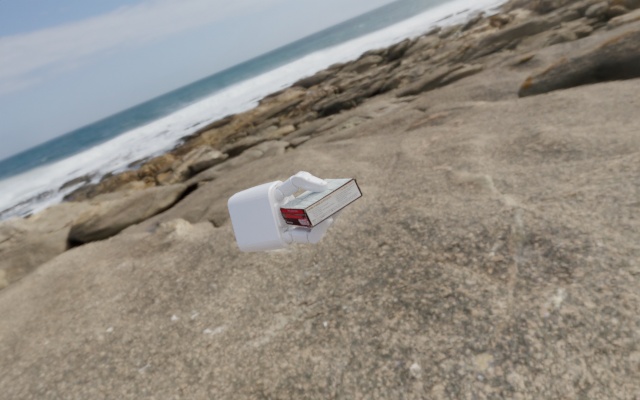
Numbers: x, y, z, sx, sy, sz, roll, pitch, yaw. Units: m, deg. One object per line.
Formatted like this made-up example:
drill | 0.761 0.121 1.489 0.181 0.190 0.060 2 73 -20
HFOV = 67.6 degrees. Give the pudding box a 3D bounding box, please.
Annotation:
pudding box | 0.000 0.002 0.799 0.113 0.039 0.090 -34 18 -26
